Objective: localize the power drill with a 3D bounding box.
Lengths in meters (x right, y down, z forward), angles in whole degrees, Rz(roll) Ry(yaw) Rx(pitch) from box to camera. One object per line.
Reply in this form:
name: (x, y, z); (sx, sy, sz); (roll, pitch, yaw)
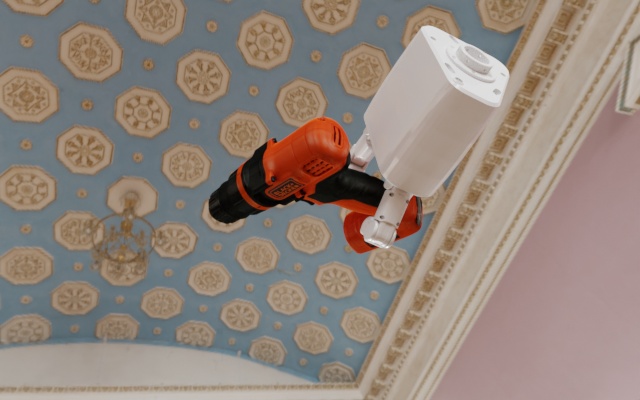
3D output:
power drill: (0.001, 0.002, 0.497); (0.188, 0.057, 0.184); (23, -35, -38)
